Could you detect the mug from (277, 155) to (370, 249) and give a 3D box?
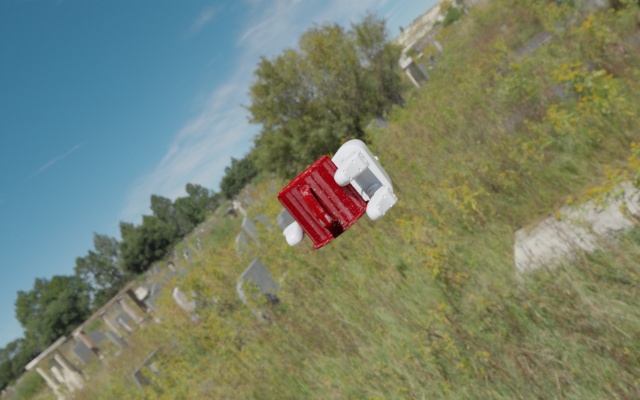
[{"bbox_3d":[0.000,0.002,0.572,0.093,0.081,0.117,-38,6,12],"label":"mug"}]
